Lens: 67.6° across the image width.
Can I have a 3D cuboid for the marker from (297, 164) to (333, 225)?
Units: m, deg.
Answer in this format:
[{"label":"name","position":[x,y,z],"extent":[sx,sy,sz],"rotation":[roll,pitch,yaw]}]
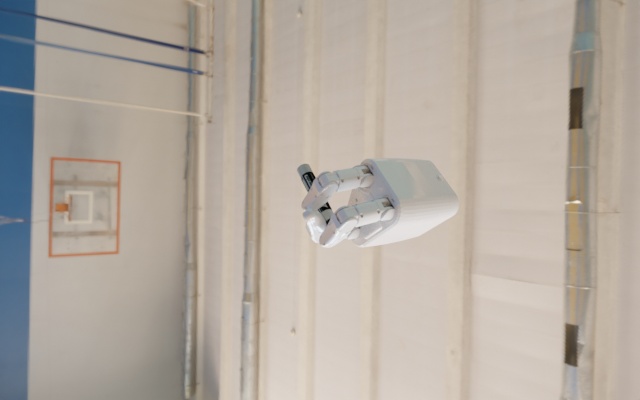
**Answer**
[{"label":"marker","position":[0.000,0.002,0.608],"extent":[0.020,0.121,0.020],"rotation":[-19,-33,-13]}]
